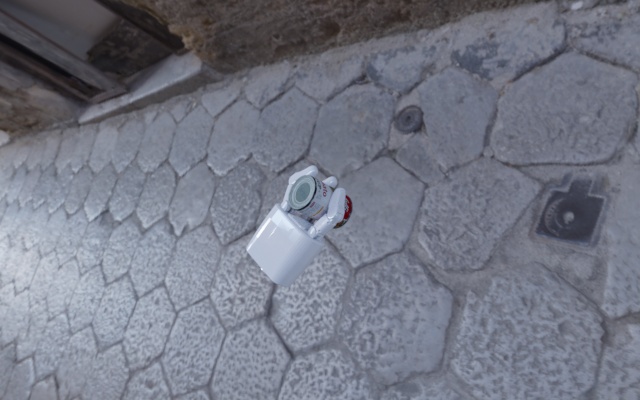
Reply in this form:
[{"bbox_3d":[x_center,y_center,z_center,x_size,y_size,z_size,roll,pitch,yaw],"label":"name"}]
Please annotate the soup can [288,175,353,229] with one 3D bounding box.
[{"bbox_3d":[0.000,0.002,0.856,0.068,0.068,0.102,0,-20,45],"label":"soup can"}]
